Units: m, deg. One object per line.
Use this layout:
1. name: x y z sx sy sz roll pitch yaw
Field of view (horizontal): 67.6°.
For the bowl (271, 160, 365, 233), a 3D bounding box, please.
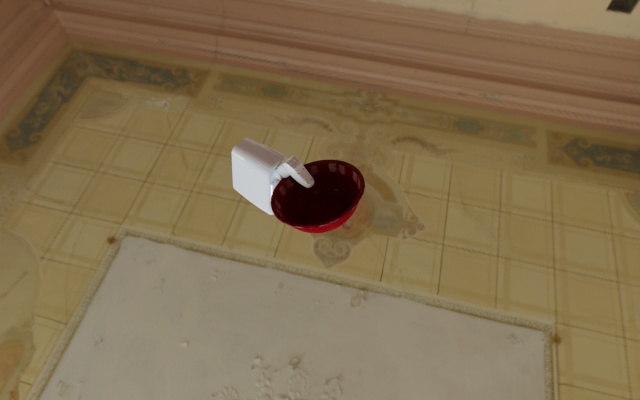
1. bowl: 0.001 0.004 0.807 0.162 0.055 0.162 -11 42 10
